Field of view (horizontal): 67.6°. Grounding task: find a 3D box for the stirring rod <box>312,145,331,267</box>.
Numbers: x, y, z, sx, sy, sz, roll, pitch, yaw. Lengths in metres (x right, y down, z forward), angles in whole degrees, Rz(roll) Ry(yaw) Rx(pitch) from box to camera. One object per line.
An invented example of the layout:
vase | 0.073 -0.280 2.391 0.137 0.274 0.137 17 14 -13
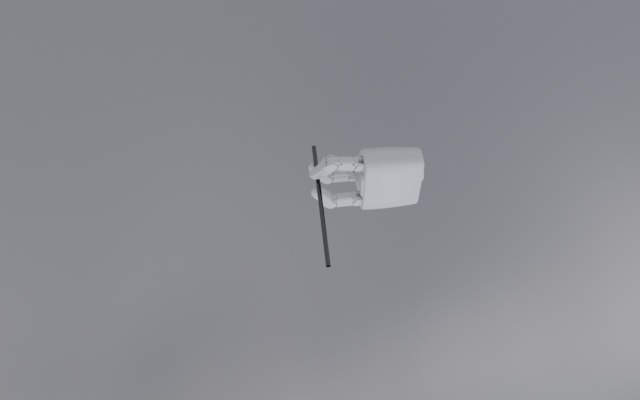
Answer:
stirring rod | 0.000 0.003 0.825 0.011 0.239 0.011 -5 -31 -3
